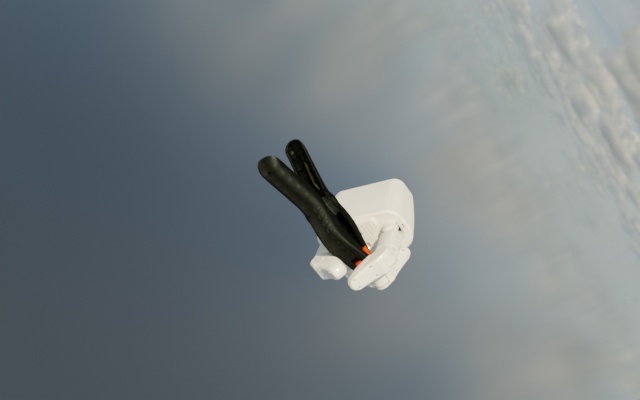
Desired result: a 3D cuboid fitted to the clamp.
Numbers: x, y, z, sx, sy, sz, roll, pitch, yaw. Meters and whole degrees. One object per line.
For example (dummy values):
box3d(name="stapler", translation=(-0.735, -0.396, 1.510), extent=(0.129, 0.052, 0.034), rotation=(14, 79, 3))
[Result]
box3d(name="clamp", translation=(0.001, 0.002, 0.545), extent=(0.039, 0.171, 0.120), rotation=(-30, 17, 24))
